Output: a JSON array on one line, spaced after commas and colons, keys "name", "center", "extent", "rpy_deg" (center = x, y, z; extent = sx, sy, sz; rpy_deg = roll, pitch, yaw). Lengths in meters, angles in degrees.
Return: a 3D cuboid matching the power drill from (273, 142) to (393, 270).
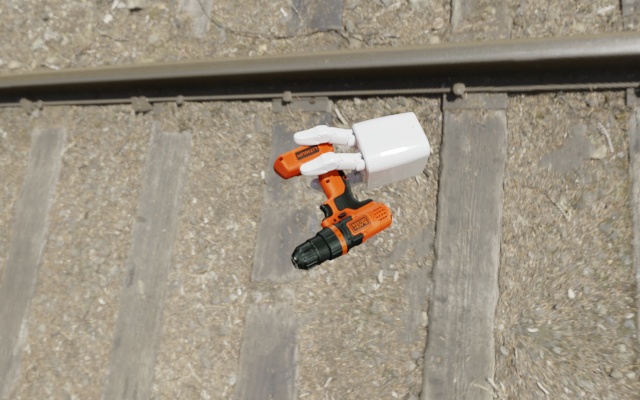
[{"name": "power drill", "center": [0.000, 0.002, 0.774], "extent": [0.184, 0.187, 0.057], "rpy_deg": [-26, -14, -24]}]
